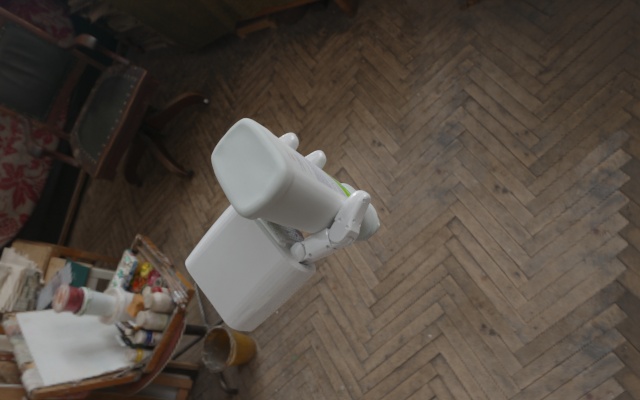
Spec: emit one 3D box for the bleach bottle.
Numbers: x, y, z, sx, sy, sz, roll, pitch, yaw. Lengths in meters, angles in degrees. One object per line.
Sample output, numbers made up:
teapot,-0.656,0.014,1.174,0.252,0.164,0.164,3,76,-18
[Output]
bleach bottle,0.000,0.002,0.526,0.251,0.068,0.102,27,21,-51
